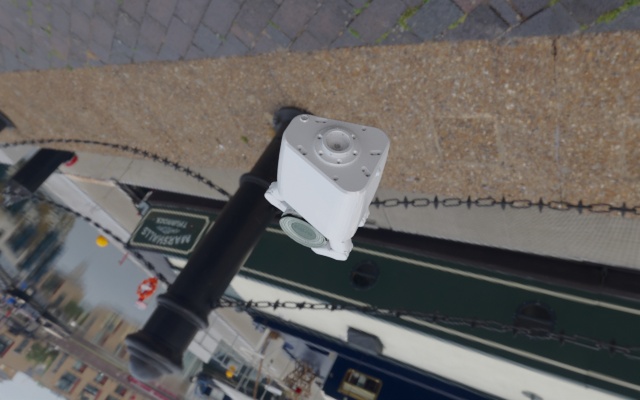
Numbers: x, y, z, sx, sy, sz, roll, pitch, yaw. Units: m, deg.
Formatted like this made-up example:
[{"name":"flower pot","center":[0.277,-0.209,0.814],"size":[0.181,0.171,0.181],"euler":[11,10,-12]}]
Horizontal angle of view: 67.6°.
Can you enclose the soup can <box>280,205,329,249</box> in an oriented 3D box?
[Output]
[{"name":"soup can","center":[0.000,0.002,0.614],"size":[0.068,0.102,0.068],"euler":[22,-29,13]}]
